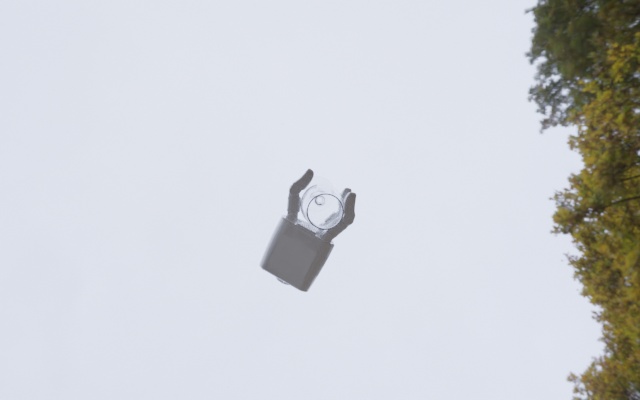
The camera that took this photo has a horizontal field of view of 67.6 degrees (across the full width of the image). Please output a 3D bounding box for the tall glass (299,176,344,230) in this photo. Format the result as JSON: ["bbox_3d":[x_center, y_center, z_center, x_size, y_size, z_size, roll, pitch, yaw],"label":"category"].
[{"bbox_3d":[0.000,0.003,0.889,0.079,0.079,0.201,0,9,-5],"label":"tall glass"}]
